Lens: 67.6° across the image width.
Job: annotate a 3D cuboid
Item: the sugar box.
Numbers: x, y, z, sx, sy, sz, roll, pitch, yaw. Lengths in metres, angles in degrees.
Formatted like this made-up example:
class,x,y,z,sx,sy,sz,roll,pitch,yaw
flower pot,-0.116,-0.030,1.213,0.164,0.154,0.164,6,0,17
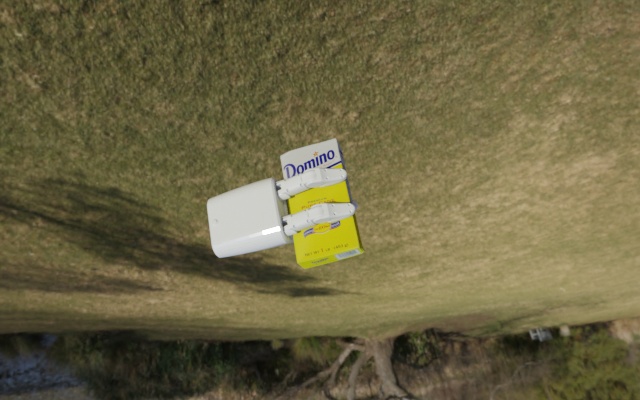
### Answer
class,x,y,z,sx,sy,sz,roll,pitch,yaw
sugar box,0.000,0.002,0.699,0.093,0.176,0.048,-16,-22,9
